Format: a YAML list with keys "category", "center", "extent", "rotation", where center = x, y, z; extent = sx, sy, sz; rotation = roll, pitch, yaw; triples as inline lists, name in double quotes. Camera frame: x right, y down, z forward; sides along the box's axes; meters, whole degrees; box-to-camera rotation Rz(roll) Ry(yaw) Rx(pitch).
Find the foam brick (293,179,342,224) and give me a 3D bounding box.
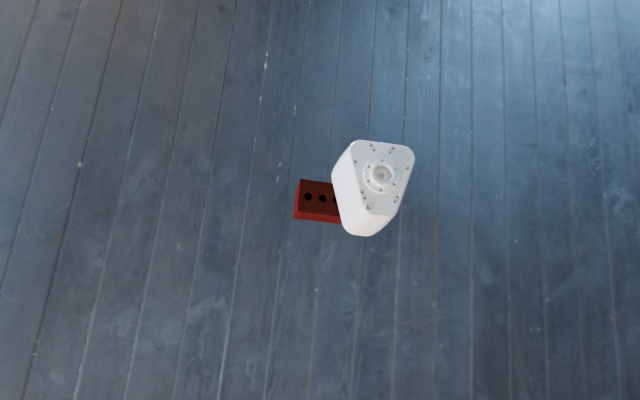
- category: "foam brick"
  center: [0.000, 0.002, 0.736]
  extent: [0.078, 0.053, 0.051]
  rotation: [7, -16, -7]
